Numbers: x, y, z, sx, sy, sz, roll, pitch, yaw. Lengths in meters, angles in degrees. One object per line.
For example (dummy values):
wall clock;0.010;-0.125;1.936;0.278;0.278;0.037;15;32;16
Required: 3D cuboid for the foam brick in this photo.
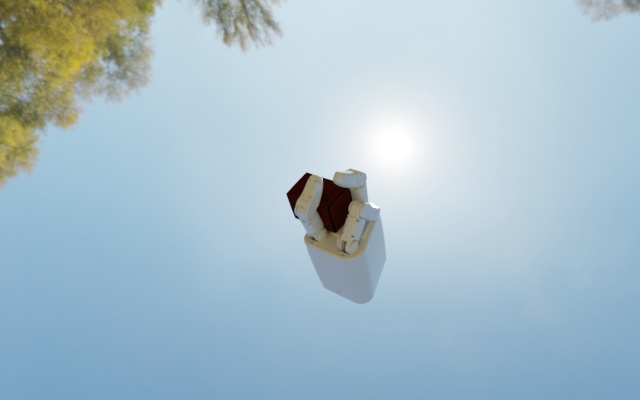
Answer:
foam brick;0.000;0.002;0.681;0.078;0.051;0.053;19;52;36
